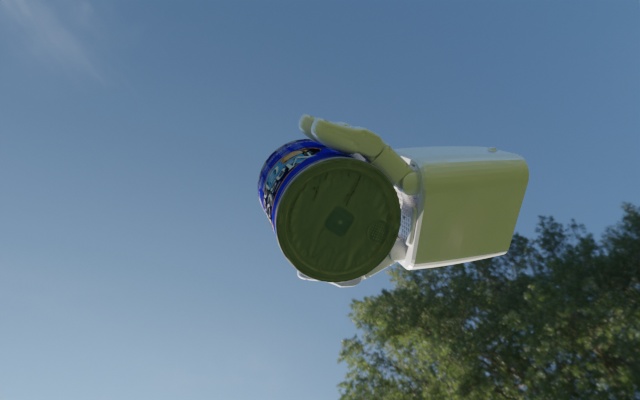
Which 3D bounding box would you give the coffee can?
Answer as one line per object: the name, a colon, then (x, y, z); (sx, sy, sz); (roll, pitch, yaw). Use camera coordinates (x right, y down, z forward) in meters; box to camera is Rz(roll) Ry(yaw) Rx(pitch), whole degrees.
coffee can: (0.000, 0.002, 0.440); (0.103, 0.103, 0.140); (0, 13, -14)
